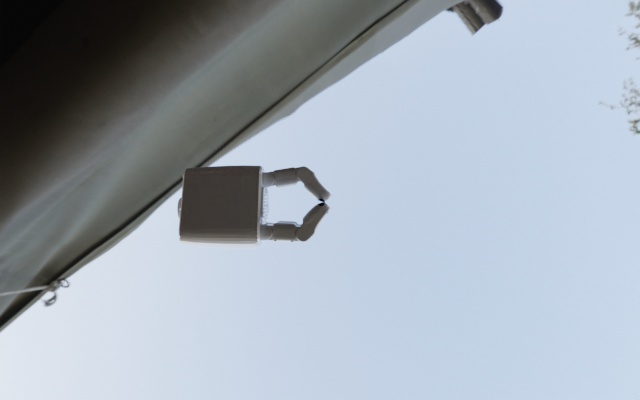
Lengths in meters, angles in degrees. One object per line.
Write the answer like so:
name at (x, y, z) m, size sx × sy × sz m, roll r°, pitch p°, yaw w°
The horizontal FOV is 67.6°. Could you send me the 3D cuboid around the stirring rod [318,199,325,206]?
stirring rod at (0.000, 0.002, 0.622) m, size 0.011 × 0.011 × 0.239 m, roll 0°, pitch 0°, yaw 0°
